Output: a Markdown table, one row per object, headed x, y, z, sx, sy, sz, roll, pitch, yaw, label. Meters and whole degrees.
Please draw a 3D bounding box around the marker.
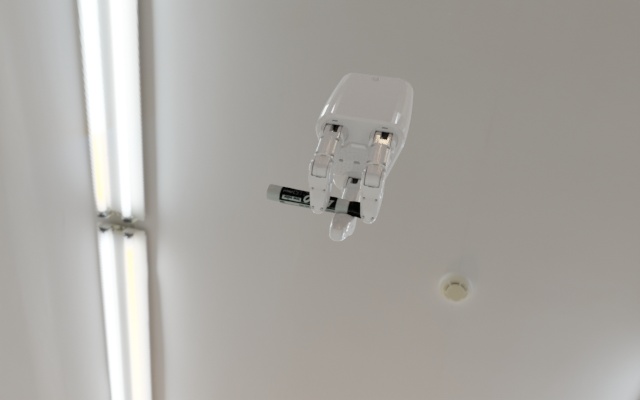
| x | y | z | sx | sy | sz | roll | pitch | yaw | label |
| --- | --- | --- | --- | --- | --- | --- | --- | --- | --- |
| 0.000 | 0.002 | 0.527 | 0.121 | 0.020 | 0.020 | 11 | 2 | 11 | marker |
